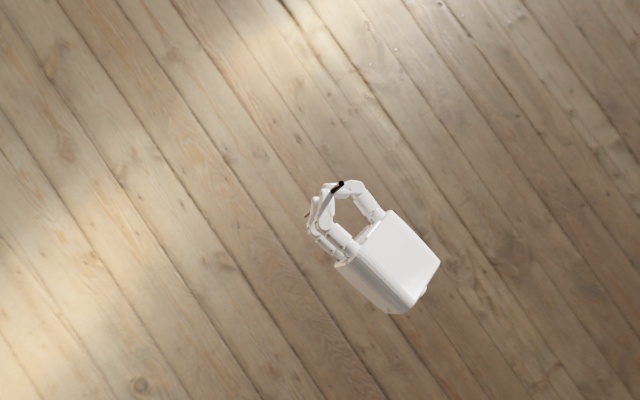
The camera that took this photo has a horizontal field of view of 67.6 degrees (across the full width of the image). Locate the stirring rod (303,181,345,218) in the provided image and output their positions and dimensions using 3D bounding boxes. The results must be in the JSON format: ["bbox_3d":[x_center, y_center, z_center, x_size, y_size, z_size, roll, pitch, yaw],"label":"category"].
[{"bbox_3d":[0.000,0.002,0.723,0.011,0.011,0.239,0,-11,-13],"label":"stirring rod"}]
